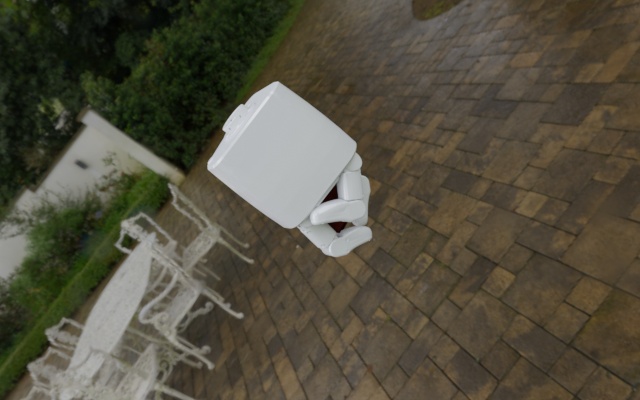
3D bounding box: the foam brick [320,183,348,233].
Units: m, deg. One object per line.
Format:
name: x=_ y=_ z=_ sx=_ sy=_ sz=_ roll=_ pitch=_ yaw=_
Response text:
foam brick: x=0.000 y=0.002 z=0.560 sx=0.051 sy=0.053 sz=0.078 roll=36 pitch=-15 yaw=-22
